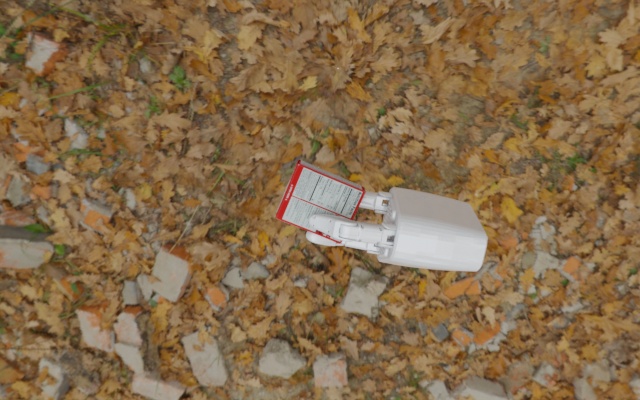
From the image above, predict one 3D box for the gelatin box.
[{"bbox_3d":[0.000,0.002,0.576,0.089,0.073,0.030,22,15,-7],"label":"gelatin box"}]
